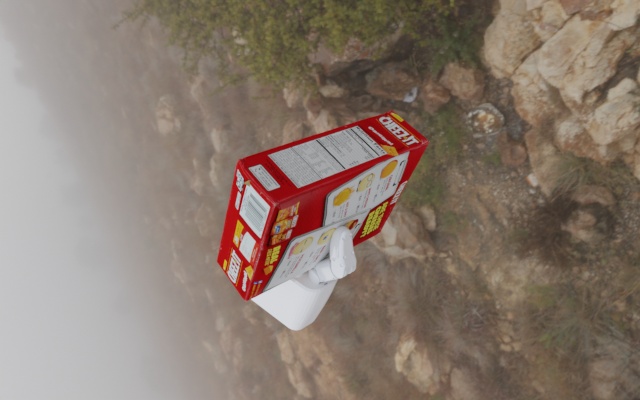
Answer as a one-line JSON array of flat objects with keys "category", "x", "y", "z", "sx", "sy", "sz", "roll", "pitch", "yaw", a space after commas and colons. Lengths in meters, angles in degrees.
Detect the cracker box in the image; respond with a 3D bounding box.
[{"category": "cracker box", "x": 0.000, "y": 0.002, "z": 0.528, "sx": 0.213, "sy": 0.072, "sz": 0.164, "roll": -23, "pitch": -30, "yaw": -35}]
